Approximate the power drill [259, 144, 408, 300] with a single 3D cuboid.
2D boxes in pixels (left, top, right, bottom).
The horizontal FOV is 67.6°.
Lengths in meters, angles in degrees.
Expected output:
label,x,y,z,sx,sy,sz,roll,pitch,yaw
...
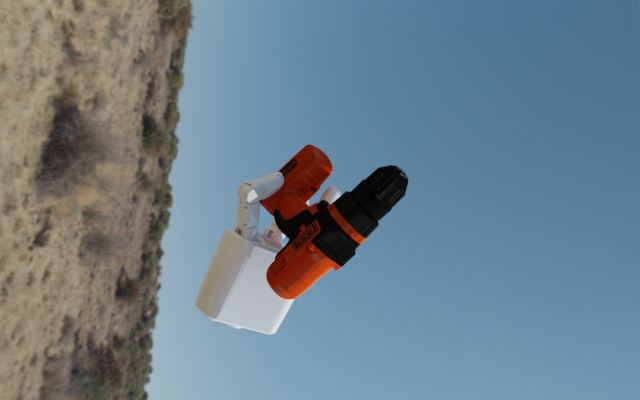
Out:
label,x,y,z,sx,sy,sz,roll,pitch,yaw
power drill,0.000,0.002,0.555,0.057,0.184,0.187,44,9,-28
